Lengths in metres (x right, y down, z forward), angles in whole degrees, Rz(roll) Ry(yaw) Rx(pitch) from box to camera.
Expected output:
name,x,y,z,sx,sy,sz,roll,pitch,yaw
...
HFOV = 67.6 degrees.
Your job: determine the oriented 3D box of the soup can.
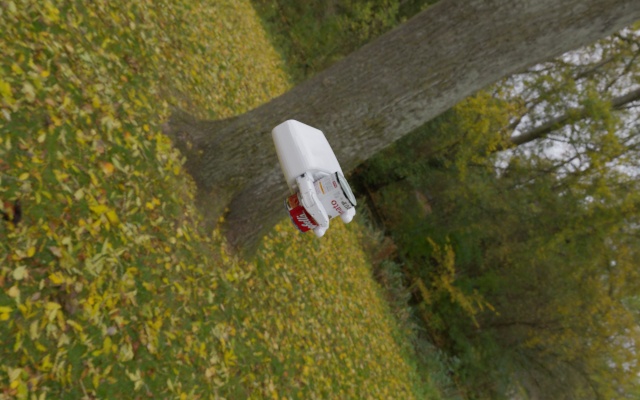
name,x,y,z,sx,sy,sz,roll,pitch,yaw
soup can,0.001,0.003,0.801,0.102,0.068,0.068,-28,-7,13
